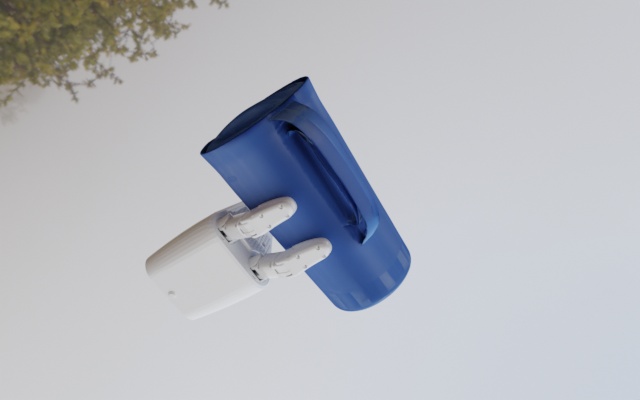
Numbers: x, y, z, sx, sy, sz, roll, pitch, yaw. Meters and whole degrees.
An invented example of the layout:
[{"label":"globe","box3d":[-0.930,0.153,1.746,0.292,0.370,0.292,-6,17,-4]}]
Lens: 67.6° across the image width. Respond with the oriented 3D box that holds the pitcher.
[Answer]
[{"label":"pitcher","box3d":[0.000,0.002,0.507,0.145,0.243,0.149,-28,20,21]}]
